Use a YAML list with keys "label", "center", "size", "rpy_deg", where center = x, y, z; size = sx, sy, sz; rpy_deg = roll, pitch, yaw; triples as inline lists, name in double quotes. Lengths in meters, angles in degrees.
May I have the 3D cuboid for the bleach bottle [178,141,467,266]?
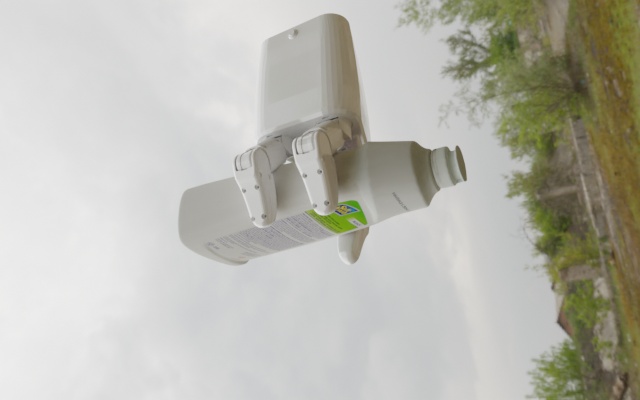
- label: "bleach bottle"
  center: [0.000, 0.001, 0.417]
  size: [0.251, 0.068, 0.102]
  rpy_deg: [-13, -24, 26]
